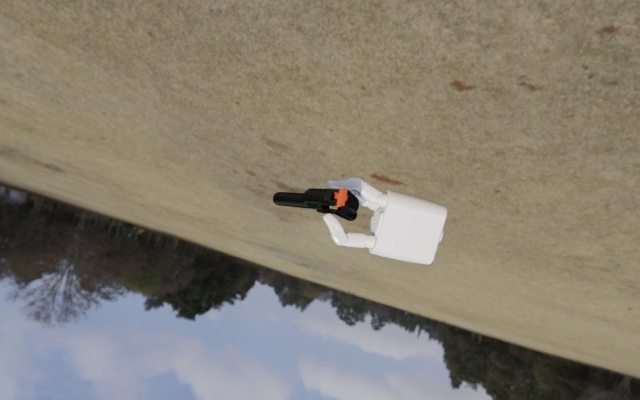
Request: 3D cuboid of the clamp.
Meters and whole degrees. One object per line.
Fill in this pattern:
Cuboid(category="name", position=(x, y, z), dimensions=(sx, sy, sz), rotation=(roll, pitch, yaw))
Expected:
Cuboid(category="clamp", position=(0.000, 0.003, 0.824), dimensions=(0.164, 0.036, 0.210), rotation=(11, -7, -5))
